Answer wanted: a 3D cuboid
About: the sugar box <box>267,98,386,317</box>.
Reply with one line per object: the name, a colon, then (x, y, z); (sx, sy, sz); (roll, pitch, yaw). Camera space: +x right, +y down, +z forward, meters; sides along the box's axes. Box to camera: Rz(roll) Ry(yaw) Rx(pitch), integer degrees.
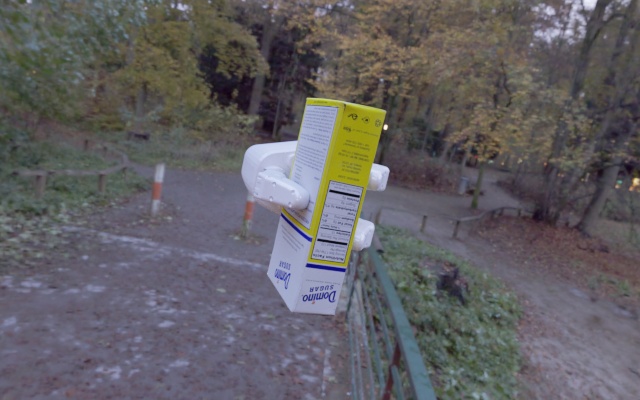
sugar box: (0.001, 0.001, 0.422); (0.048, 0.176, 0.093); (8, 10, -21)
